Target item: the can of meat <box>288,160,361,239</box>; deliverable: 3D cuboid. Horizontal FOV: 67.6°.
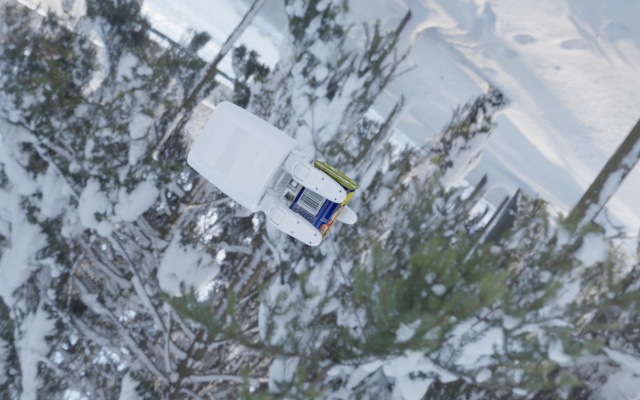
[{"bbox_3d":[0.000,0.002,0.579,0.057,0.084,0.102,34,7,6],"label":"can of meat"}]
